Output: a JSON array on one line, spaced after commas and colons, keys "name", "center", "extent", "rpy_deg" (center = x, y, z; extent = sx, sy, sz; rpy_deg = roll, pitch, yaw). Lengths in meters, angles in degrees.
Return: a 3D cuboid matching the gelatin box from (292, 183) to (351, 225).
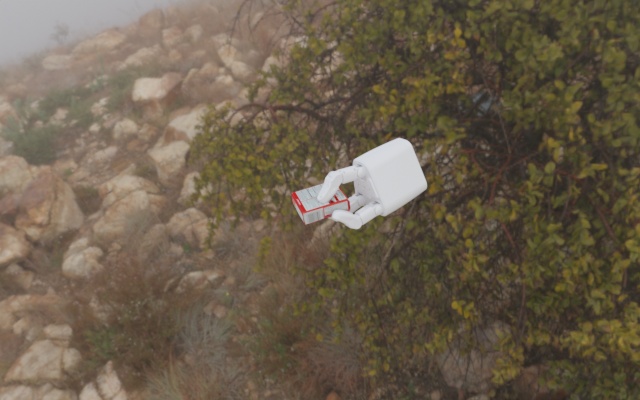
[{"name": "gelatin box", "center": [0.000, 0.003, 0.869], "extent": [0.089, 0.030, 0.073], "rpy_deg": [-17, 36, -12]}]
